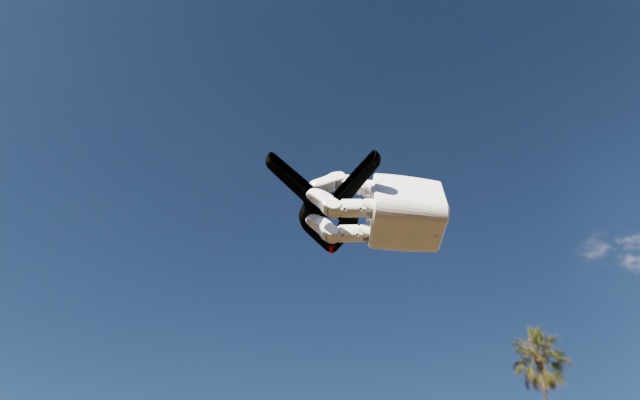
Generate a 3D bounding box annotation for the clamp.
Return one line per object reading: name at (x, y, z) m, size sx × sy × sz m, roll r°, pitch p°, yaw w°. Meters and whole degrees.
clamp at (0.000, 0.002, 0.741) m, size 0.164 × 0.210 × 0.036 m, roll 5°, pitch 44°, yaw 3°
